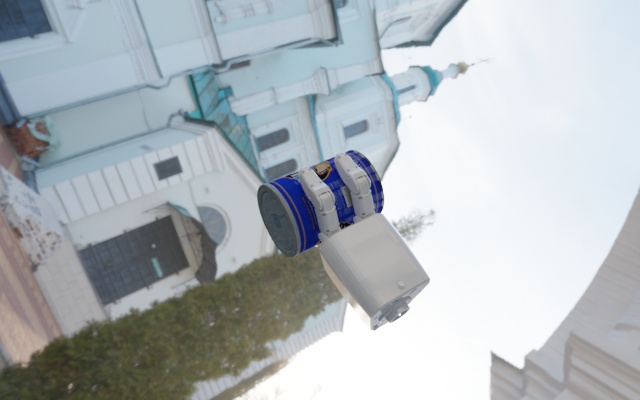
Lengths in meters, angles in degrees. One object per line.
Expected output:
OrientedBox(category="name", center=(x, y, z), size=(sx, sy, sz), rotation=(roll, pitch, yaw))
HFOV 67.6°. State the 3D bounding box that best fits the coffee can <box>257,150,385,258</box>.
OrientedBox(category="coffee can", center=(0.000, 0.002, 0.646), size=(0.140, 0.103, 0.103), rotation=(-24, 10, -24))
